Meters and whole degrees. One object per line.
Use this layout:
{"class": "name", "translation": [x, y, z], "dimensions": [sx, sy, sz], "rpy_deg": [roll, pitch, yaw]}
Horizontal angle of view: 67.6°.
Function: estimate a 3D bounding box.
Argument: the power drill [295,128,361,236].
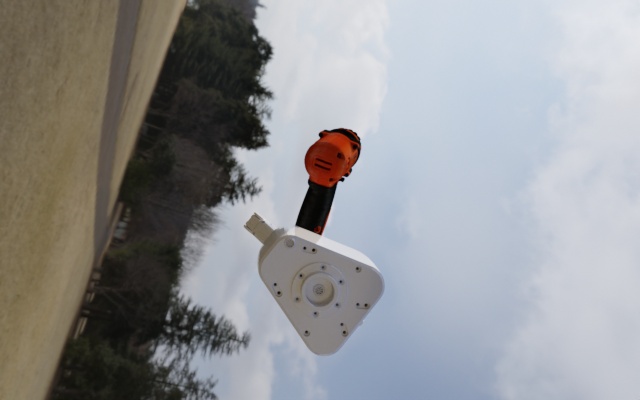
{"class": "power drill", "translation": [0.000, 0.002, 0.592], "dimensions": [0.057, 0.188, 0.184], "rpy_deg": [19, 17, 8]}
